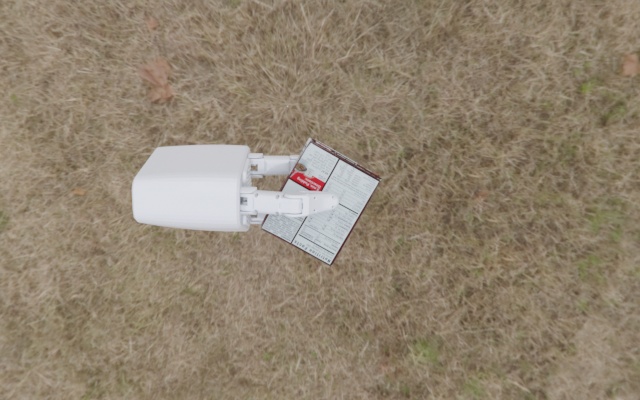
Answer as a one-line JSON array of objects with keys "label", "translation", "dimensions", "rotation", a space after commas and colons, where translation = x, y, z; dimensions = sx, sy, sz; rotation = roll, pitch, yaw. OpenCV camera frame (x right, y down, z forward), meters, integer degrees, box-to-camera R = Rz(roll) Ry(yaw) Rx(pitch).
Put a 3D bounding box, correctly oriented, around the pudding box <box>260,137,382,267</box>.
[{"label": "pudding box", "translation": [0.000, 0.002, 0.518], "dimensions": [0.090, 0.113, 0.039], "rotation": [29, 10, -5]}]
